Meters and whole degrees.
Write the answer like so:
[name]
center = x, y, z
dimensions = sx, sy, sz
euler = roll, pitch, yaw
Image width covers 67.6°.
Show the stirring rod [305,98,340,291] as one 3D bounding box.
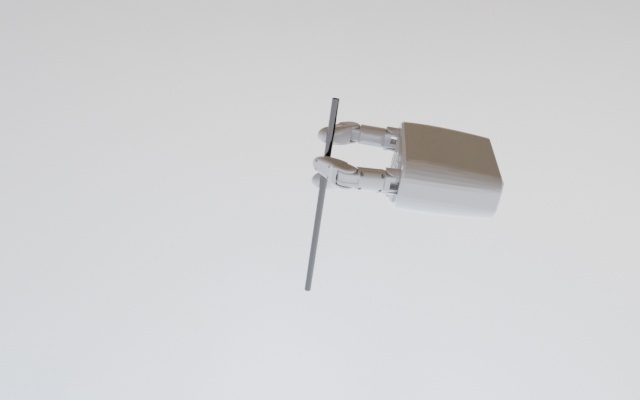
[stirring rod]
center = 0.000, 0.002, 0.552
dimensions = 0.011, 0.240, 0.011
euler = 7, 23, -3
